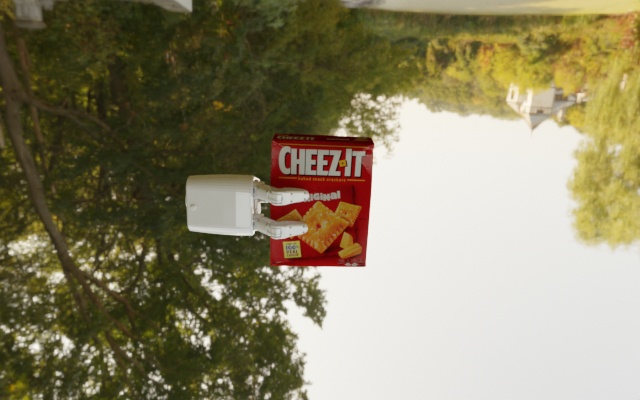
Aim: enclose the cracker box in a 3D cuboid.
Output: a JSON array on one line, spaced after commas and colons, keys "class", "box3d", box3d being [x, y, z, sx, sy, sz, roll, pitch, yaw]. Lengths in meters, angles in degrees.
[{"class": "cracker box", "box3d": [0.000, 0.003, 0.791, 0.164, 0.214, 0.072, 2, 16, -1]}]
